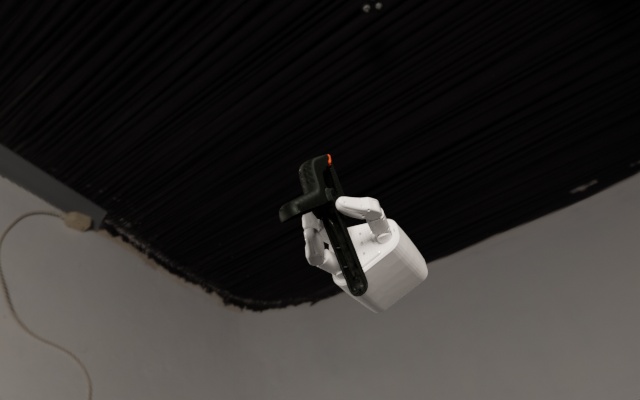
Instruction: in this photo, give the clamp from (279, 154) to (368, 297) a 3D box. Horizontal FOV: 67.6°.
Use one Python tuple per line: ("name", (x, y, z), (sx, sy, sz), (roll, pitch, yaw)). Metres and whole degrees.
("clamp", (0.001, 0.001, 0.617), (0.036, 0.209, 0.165), (-27, -48, 19))
